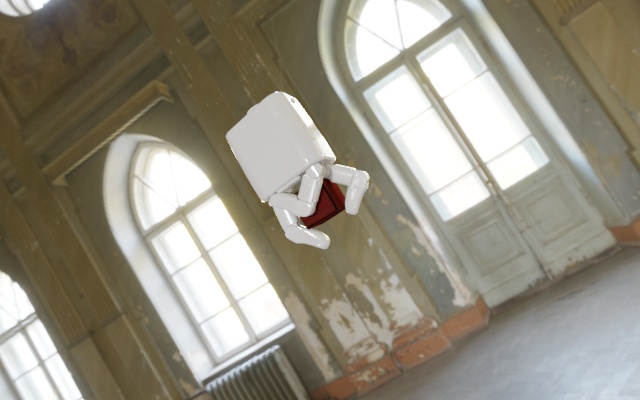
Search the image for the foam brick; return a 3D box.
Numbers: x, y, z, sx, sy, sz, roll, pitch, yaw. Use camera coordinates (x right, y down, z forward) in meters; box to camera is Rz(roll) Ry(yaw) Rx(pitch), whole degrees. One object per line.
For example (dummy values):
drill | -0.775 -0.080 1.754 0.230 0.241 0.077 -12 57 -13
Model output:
foam brick | 0.000 0.002 0.662 0.053 0.051 0.078 -33 -5 13
